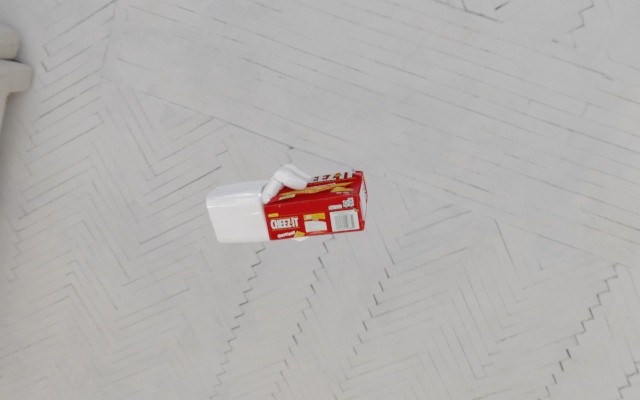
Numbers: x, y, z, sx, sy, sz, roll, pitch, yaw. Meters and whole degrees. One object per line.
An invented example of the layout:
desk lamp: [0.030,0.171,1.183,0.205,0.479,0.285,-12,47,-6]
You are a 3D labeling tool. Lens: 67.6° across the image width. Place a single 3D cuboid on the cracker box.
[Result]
cracker box: [0.000,0.003,0.887,0.164,0.072,0.213,-7,13,9]
